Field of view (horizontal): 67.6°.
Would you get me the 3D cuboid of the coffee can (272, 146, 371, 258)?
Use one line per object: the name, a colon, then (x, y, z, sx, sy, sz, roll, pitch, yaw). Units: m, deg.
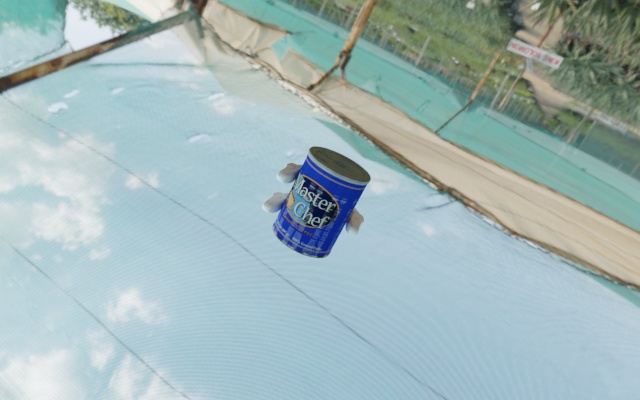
coffee can: (0.000, 0.002, 0.735, 0.103, 0.140, 0.102, 24, 21, -10)
